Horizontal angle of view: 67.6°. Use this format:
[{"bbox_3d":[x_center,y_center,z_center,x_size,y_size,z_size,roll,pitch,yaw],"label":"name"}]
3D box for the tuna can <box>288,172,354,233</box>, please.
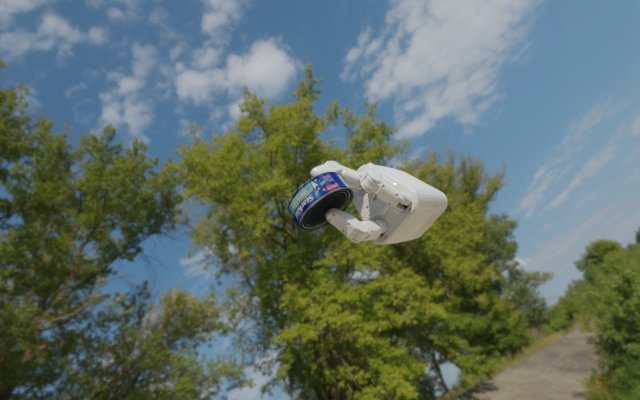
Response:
[{"bbox_3d":[0.000,0.002,0.634,0.086,0.033,0.086,-30,-25,-15],"label":"tuna can"}]
